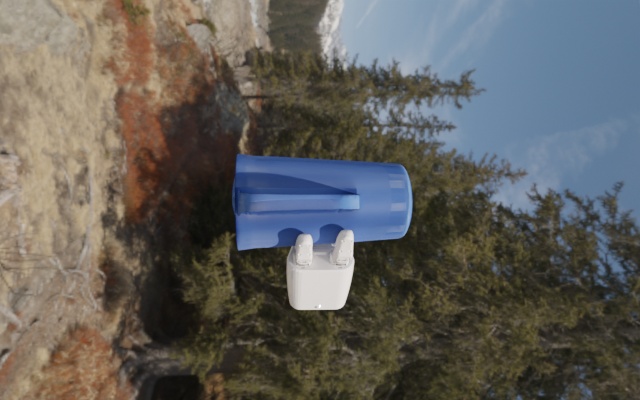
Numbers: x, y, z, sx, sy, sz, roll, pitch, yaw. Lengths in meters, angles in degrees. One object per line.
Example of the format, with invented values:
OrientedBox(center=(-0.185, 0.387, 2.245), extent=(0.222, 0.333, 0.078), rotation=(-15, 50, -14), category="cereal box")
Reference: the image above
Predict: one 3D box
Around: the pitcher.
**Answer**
OrientedBox(center=(0.000, 0.002, 0.663), extent=(0.243, 0.145, 0.149), rotation=(-1, 44, -6), category="pitcher")
